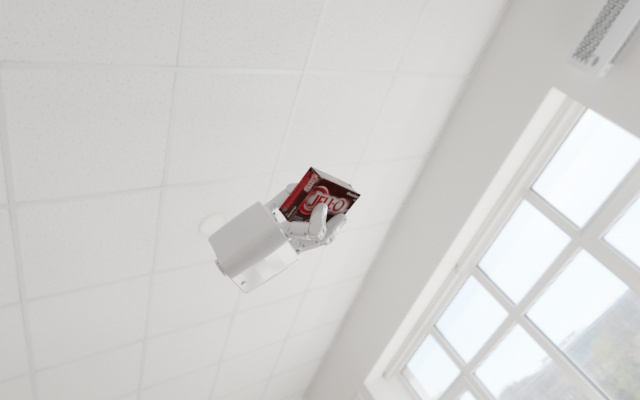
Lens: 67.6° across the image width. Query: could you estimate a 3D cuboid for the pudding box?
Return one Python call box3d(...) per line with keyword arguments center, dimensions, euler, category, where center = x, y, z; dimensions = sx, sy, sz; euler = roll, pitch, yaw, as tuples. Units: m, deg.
box3d(center=(0.000, 0.002, 0.773), dimensions=(0.113, 0.090, 0.039), euler=(19, 25, -52), category="pudding box")
